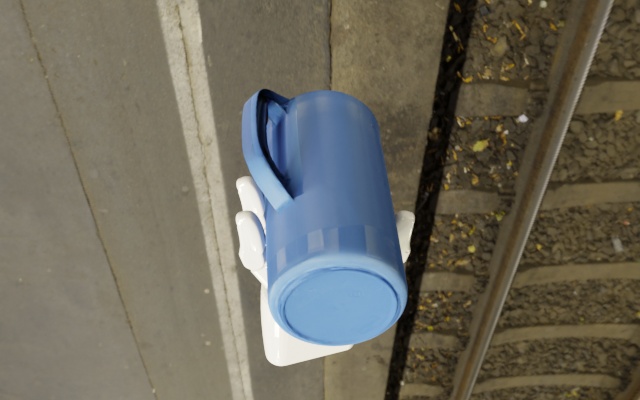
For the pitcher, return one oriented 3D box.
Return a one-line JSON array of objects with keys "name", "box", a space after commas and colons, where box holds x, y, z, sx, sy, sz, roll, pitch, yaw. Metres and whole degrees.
[{"name": "pitcher", "box": [0.000, 0.002, 0.447, 0.149, 0.145, 0.242, 1, 38, -5]}]
